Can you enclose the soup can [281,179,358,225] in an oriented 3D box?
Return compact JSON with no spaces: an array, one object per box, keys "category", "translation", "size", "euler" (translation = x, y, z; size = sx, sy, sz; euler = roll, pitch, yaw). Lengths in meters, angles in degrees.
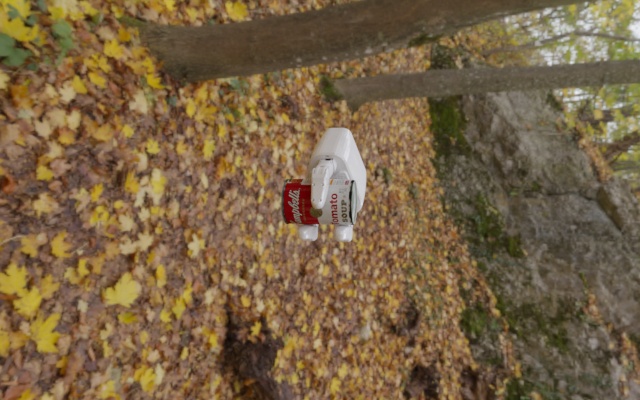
[{"category":"soup can","translation":[0.000,0.002,0.701],"size":[0.102,0.068,0.068],"euler":[1,0,11]}]
